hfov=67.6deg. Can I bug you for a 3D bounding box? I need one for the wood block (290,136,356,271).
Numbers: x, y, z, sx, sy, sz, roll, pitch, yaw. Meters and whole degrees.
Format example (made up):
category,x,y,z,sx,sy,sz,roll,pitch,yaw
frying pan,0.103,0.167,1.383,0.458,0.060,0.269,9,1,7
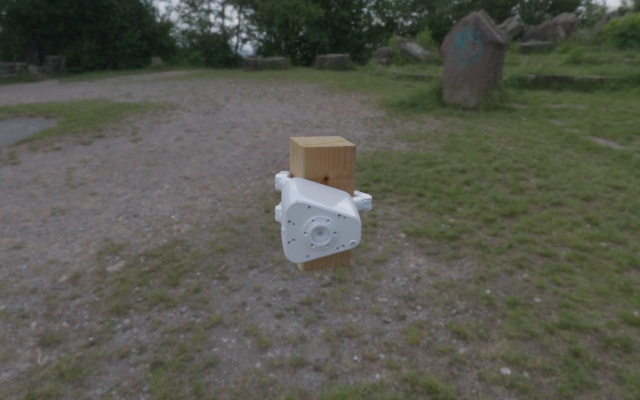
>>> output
category,x,y,z,sx,sy,sz,roll,pitch,yaw
wood block,0.001,0.003,0.800,0.091,0.206,0.090,-3,18,-16
